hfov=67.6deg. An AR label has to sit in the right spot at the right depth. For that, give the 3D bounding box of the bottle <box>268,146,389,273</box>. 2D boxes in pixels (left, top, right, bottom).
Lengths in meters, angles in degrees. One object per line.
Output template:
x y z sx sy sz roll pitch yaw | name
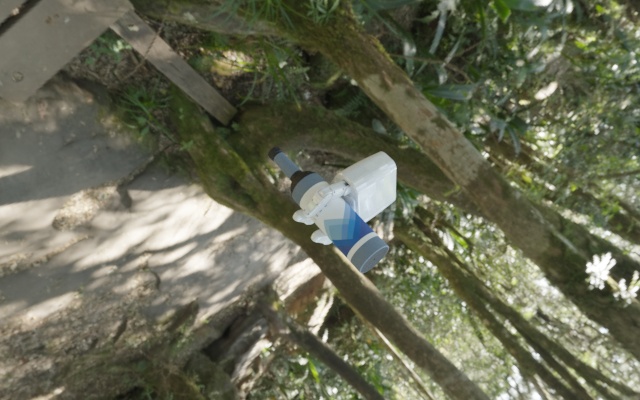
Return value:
0.000 0.003 0.870 0.295 0.069 0.069 47 24 24 | bottle
